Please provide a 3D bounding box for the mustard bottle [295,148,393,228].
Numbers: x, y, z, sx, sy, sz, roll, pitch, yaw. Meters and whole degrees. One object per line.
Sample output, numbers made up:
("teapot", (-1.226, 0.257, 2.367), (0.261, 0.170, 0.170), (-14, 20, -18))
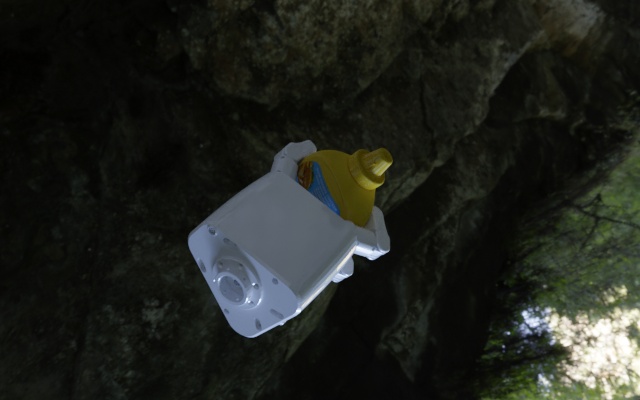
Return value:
("mustard bottle", (0.000, 0.002, 0.511), (0.058, 0.096, 0.192), (-3, -25, -48))
